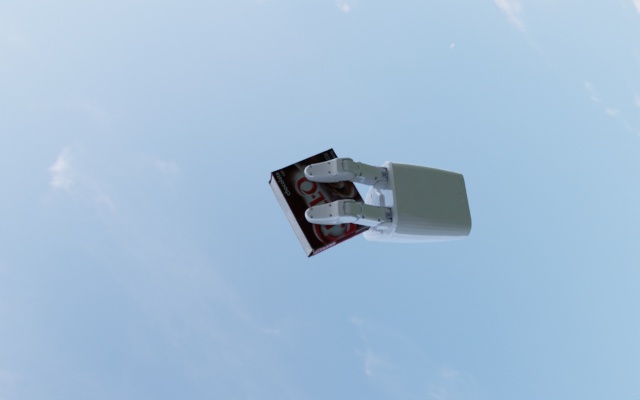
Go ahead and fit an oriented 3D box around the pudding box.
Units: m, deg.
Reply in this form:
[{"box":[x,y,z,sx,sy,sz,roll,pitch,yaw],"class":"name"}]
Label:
[{"box":[0.000,0.002,0.592,0.090,0.113,0.039,-24,-17,-23],"class":"pudding box"}]
